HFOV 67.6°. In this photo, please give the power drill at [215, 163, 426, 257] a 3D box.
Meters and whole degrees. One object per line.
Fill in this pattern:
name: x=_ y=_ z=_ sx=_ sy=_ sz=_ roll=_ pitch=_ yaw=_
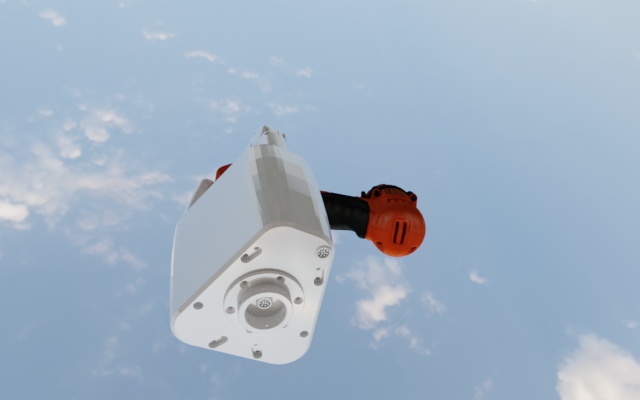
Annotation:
power drill: x=0.000 y=0.002 z=0.465 sx=0.187 sy=0.057 sz=0.184 roll=7 pitch=7 yaw=1
